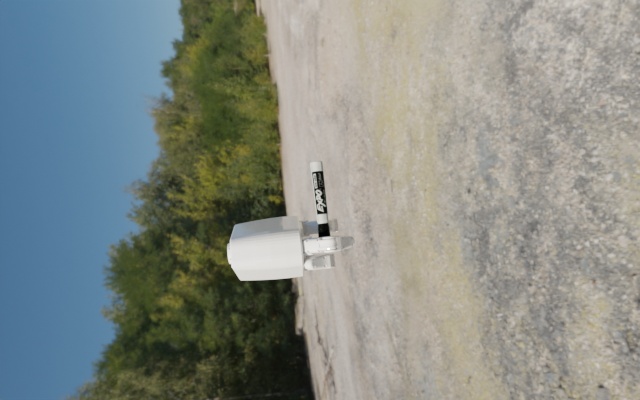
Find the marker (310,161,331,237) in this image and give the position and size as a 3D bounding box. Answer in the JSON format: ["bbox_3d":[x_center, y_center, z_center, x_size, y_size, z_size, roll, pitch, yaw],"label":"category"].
[{"bbox_3d":[0.000,0.002,0.710,0.020,0.121,0.020,-6,-5,-1],"label":"marker"}]
